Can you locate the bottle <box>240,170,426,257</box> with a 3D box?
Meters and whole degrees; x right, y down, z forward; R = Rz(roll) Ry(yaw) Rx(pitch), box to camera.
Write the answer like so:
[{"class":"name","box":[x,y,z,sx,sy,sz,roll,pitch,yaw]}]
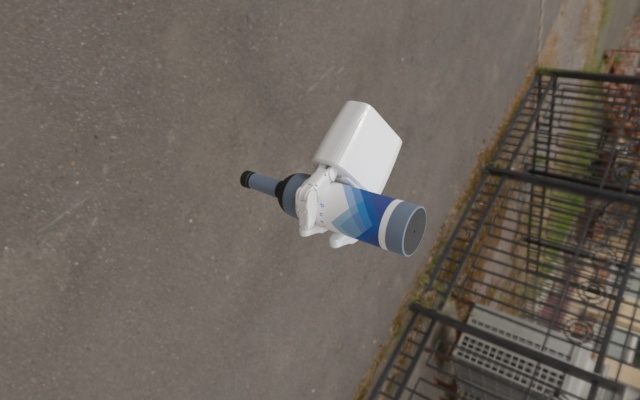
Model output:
[{"class":"bottle","box":[0.000,0.002,0.676,0.295,0.069,0.069,17,9,33]}]
